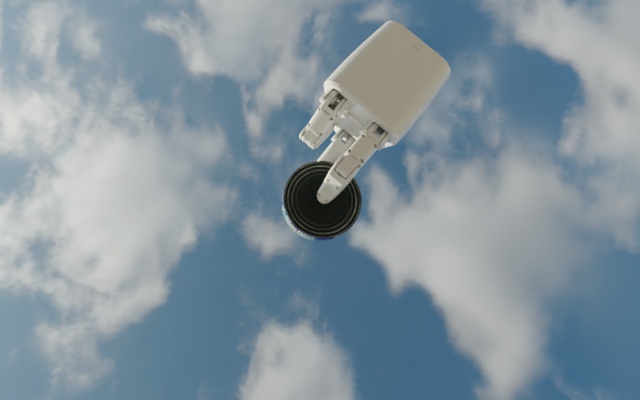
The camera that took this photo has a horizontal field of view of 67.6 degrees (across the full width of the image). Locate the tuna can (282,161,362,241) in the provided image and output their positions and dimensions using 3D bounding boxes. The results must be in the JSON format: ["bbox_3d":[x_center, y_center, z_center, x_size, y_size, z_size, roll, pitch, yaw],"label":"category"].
[{"bbox_3d":[0.000,0.002,0.529,0.086,0.086,0.034,0,-12,-10],"label":"tuna can"}]
